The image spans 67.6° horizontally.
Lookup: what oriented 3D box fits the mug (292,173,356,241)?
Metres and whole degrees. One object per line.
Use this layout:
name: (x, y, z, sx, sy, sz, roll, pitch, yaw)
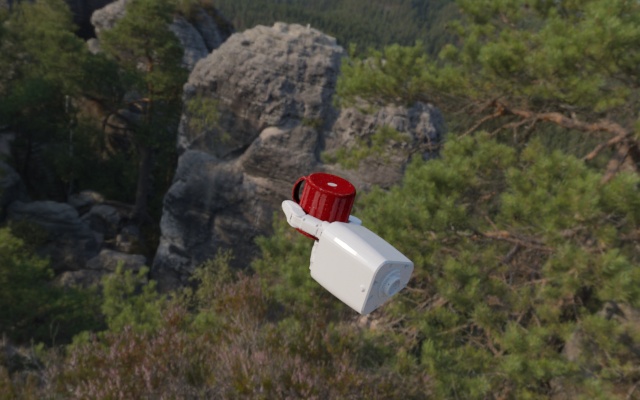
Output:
mug: (-0.001, 0.002, 0.767, 0.093, 0.081, 0.117, -10, 35, -46)
